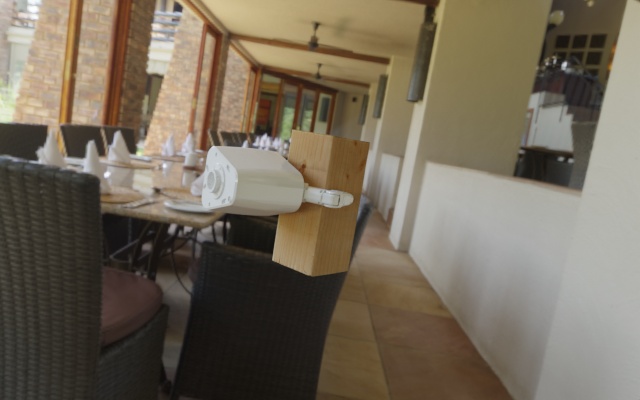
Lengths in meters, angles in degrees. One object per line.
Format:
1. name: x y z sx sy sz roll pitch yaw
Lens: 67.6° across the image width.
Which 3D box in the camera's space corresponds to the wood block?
1. wood block: 0.000 0.002 0.740 0.091 0.206 0.090 16 9 40
